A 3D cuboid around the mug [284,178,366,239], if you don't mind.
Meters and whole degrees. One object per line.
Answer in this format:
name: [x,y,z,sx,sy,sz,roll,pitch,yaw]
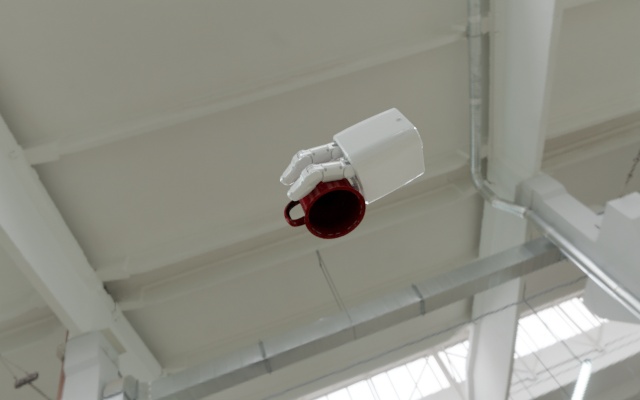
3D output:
mug: [-0.001,0.003,0.718,0.117,0.093,0.081,-26,38,-1]
